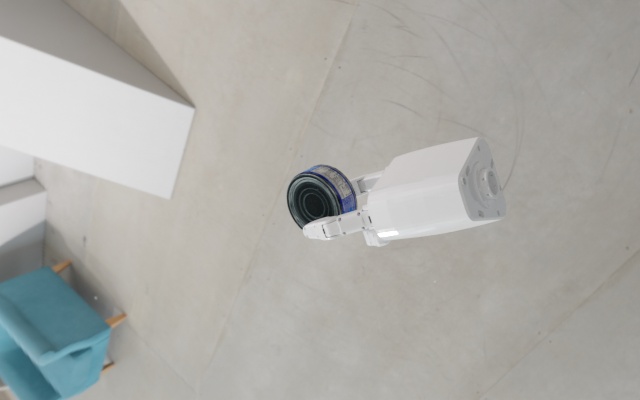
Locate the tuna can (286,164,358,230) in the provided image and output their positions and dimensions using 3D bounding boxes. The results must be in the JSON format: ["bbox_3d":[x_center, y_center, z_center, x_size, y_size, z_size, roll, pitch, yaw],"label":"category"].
[{"bbox_3d":[0.000,0.002,0.578,0.086,0.086,0.033,0,20,40],"label":"tuna can"}]
